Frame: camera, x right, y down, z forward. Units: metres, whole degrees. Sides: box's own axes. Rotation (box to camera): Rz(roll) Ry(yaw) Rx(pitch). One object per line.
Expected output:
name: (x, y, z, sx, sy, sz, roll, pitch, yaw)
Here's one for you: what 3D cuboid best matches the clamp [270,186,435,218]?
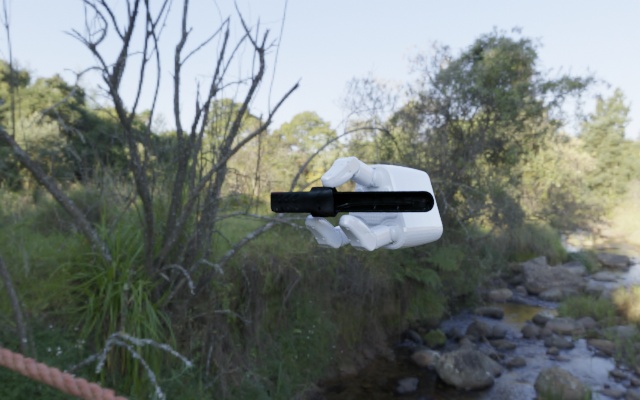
clamp: (0.000, 0.001, 0.551, 0.210, 0.036, 0.164, 0, -1, 43)
